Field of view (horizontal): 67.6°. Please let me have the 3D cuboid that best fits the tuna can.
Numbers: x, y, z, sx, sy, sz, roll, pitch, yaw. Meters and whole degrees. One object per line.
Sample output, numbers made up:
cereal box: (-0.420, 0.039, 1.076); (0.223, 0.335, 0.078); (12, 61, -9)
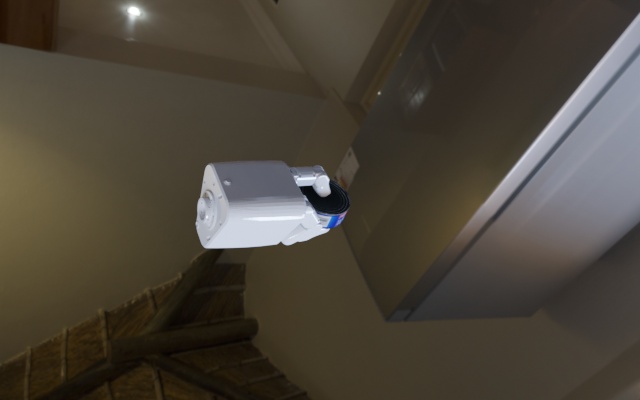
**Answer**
tuna can: (0.000, 0.003, 0.724); (0.086, 0.034, 0.086); (15, 39, -12)
